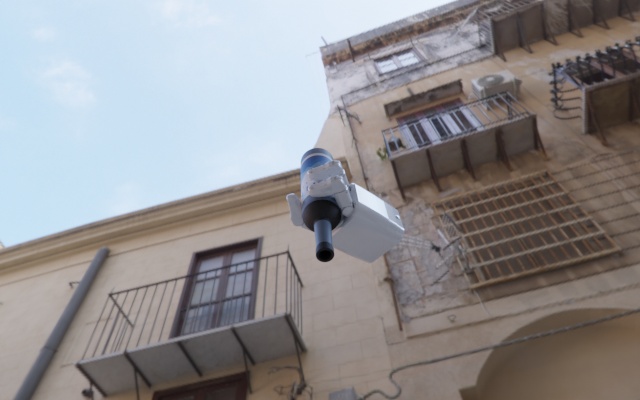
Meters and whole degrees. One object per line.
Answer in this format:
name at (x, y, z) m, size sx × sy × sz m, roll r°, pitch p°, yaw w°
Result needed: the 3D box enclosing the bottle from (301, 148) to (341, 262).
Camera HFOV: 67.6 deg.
bottle at (0.000, 0.003, 0.826) m, size 0.069 × 0.069 × 0.295 m, roll 0°, pitch 32°, yaw -3°
